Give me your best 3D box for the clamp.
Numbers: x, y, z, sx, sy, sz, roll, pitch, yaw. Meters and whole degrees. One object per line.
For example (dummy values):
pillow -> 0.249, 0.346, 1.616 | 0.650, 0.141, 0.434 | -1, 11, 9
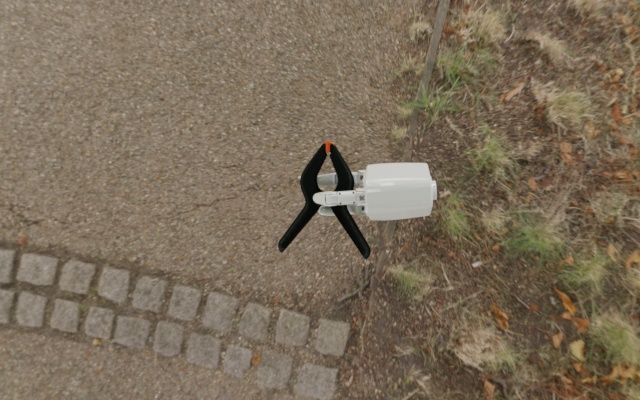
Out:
clamp -> 0.000, 0.002, 0.838 | 0.164, 0.210, 0.036 | -3, 5, 7
